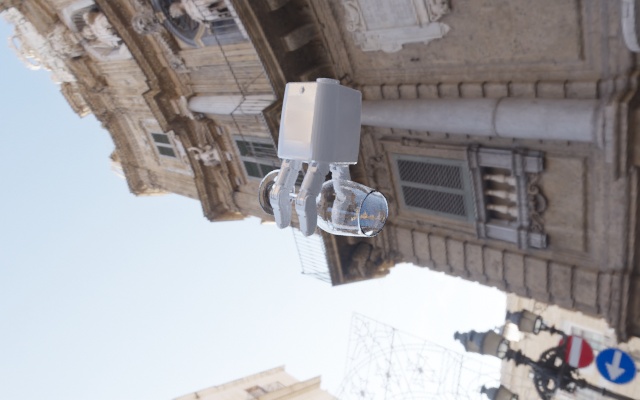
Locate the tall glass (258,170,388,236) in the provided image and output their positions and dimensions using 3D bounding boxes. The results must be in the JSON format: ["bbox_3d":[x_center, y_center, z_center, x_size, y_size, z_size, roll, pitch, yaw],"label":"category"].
[{"bbox_3d":[0.000,0.002,0.694,0.201,0.079,0.079,13,9,44],"label":"tall glass"}]
